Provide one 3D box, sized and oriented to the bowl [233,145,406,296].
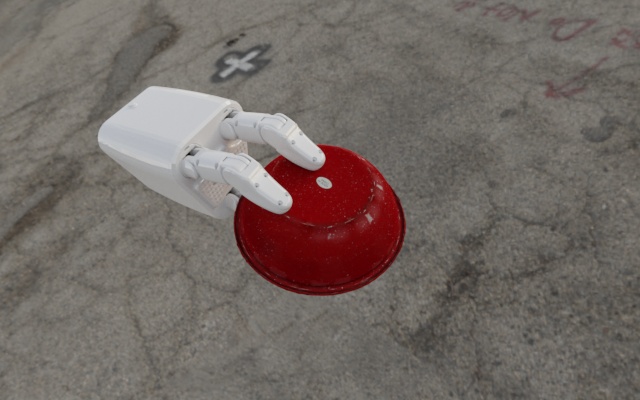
[{"bbox_3d":[0.001,0.001,0.430,0.162,0.162,0.055,0,-37,-2],"label":"bowl"}]
